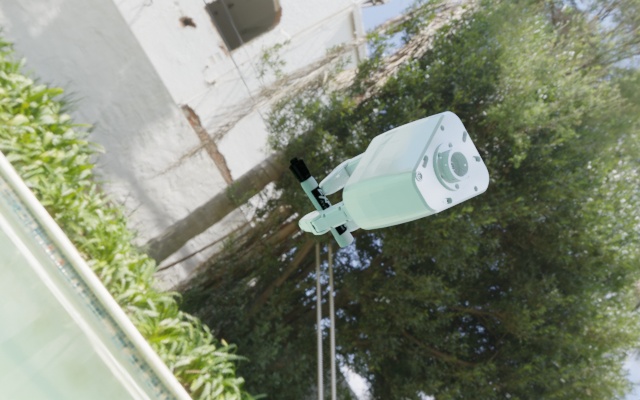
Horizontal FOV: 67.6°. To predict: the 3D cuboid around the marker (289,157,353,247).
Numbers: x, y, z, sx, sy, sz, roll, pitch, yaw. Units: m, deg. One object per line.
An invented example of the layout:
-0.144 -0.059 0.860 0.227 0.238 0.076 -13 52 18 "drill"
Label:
0.000 0.002 0.565 0.020 0.121 0.020 -31 12 7 "marker"
